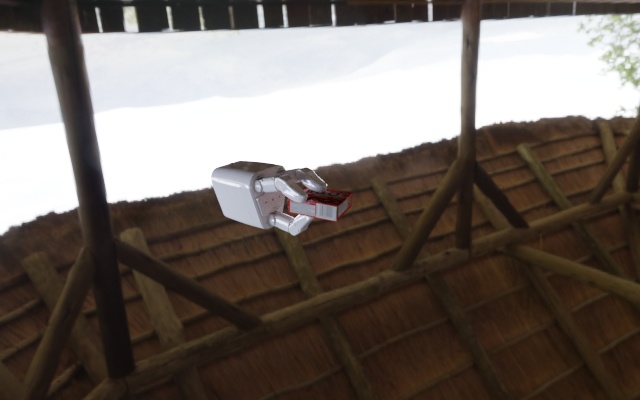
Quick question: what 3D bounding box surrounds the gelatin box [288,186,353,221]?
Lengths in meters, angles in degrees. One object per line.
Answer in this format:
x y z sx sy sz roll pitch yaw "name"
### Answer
0.000 0.003 0.802 0.089 0.030 0.073 10 22 21 "gelatin box"
